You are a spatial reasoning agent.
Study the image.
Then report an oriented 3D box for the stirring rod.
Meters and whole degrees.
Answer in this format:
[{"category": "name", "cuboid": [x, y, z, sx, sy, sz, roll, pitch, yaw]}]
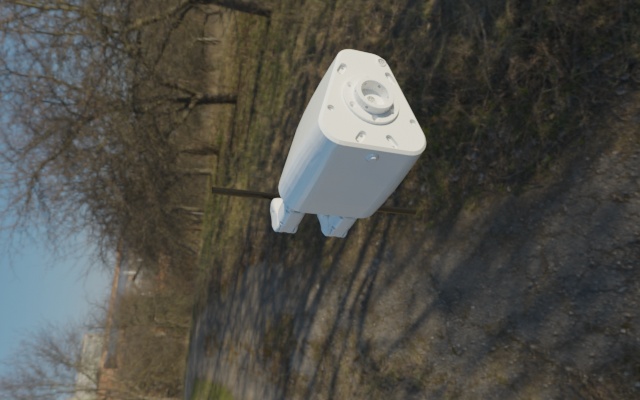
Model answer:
[{"category": "stirring rod", "cuboid": [0.000, 0.002, 0.538, 0.239, 0.011, 0.011, 6, -2, -18]}]
